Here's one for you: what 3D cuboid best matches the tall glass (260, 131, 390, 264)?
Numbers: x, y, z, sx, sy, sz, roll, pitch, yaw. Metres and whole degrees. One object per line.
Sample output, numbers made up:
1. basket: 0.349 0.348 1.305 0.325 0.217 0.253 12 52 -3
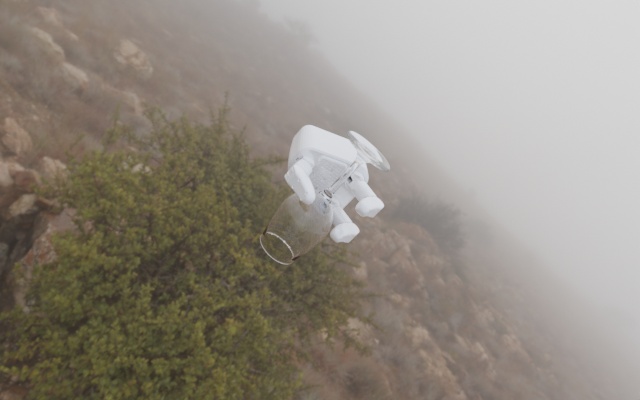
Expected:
1. tall glass: 0.000 0.002 0.657 0.201 0.079 0.079 -47 -22 22
